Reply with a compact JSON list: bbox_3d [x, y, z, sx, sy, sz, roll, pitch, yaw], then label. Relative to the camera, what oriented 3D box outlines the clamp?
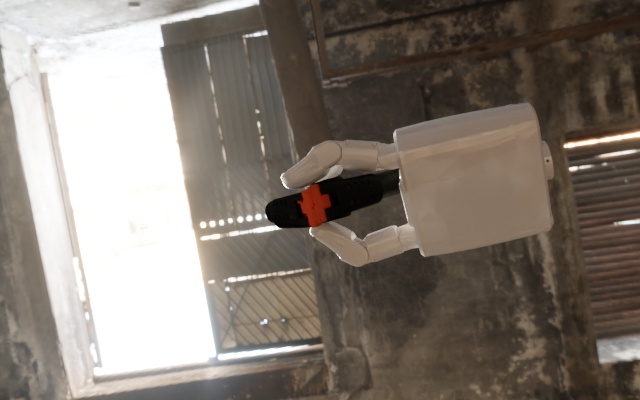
[{"bbox_3d":[0.000,0.002,0.427,0.164,0.036,0.210,-15,1,15],"label":"clamp"}]
